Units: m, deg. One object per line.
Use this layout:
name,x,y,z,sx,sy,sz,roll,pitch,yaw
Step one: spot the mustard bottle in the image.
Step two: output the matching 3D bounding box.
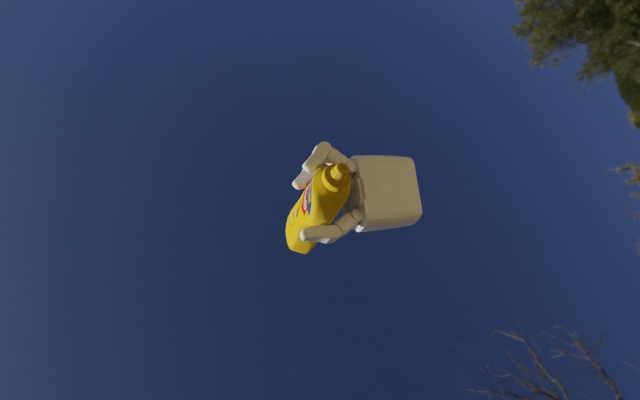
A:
mustard bottle,0.000,0.002,0.731,0.058,0.096,0.192,19,-35,-11
